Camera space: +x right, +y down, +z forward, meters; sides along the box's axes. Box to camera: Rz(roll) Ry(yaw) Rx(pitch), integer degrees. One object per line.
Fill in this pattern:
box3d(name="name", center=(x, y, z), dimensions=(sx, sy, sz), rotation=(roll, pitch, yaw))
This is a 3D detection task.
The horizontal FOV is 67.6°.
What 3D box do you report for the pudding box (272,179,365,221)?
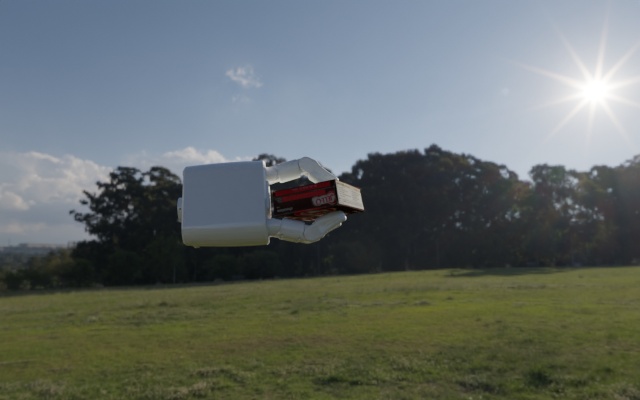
box3d(name="pudding box", center=(0.000, 0.002, 0.642), dimensions=(0.090, 0.039, 0.113), rotation=(-9, -7, 22))
